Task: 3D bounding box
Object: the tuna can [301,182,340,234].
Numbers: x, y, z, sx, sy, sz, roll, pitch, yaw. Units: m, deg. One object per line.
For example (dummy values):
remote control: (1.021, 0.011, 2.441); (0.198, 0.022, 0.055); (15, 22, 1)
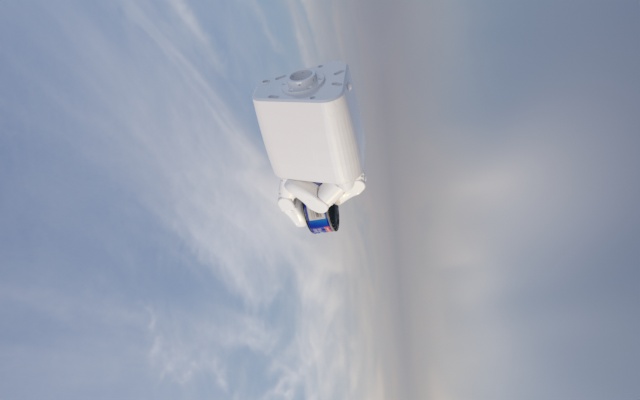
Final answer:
tuna can: (0.000, 0.002, 0.652); (0.034, 0.086, 0.086); (-9, -2, 12)
